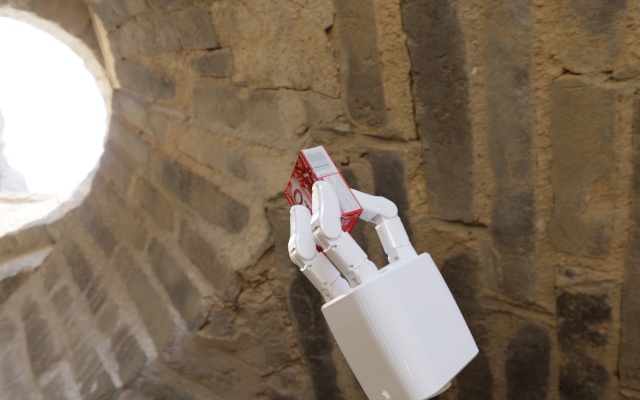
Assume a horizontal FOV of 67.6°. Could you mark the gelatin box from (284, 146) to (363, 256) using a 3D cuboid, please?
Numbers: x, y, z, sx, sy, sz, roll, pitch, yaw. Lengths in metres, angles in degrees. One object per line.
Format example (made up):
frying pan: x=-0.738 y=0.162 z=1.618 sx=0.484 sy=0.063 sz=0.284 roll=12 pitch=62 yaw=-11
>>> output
gelatin box: x=0.000 y=0.001 z=0.488 sx=0.030 sy=0.089 sz=0.073 roll=-15 pitch=-30 yaw=-29
